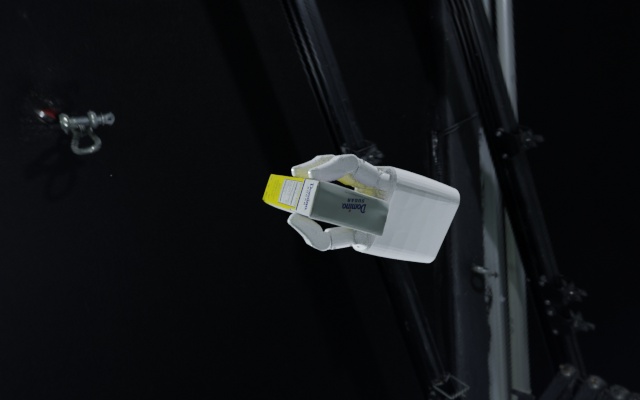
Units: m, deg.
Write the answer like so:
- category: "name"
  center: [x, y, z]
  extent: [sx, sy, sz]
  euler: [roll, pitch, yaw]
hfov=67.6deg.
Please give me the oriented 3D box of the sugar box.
- category: "sugar box"
  center: [0.000, 0.001, 0.583]
  extent: [0.093, 0.048, 0.176]
  euler: [17, -4, -24]
